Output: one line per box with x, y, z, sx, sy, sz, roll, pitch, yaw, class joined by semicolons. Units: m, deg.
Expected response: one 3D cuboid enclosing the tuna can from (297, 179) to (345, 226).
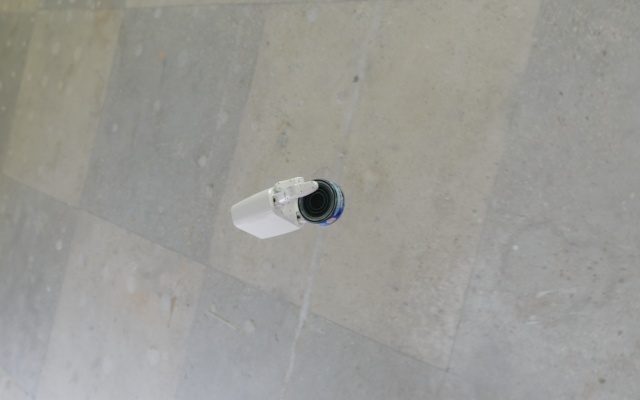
0.000;0.003;0.889;0.086;0.086;0.034;0;-9;29;tuna can
